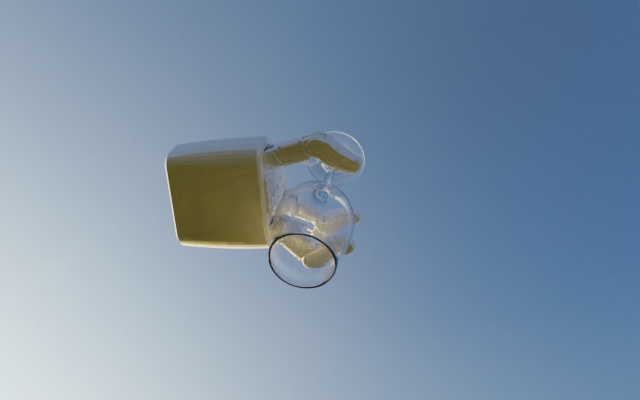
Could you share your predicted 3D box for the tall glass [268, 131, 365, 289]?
[{"bbox_3d":[0.000,0.001,0.497,0.079,0.079,0.201,0,31,11],"label":"tall glass"}]
